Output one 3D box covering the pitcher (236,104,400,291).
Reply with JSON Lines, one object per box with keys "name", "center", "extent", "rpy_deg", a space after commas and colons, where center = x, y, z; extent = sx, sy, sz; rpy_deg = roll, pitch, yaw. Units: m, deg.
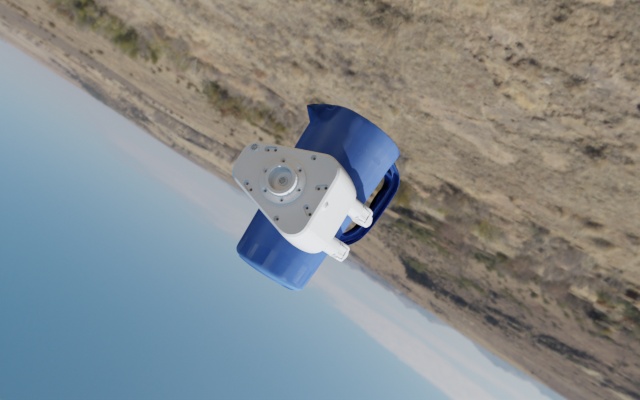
{"name": "pitcher", "center": [0.000, 0.002, 0.663], "extent": [0.149, 0.243, 0.145], "rpy_deg": [31, -5, 15]}
